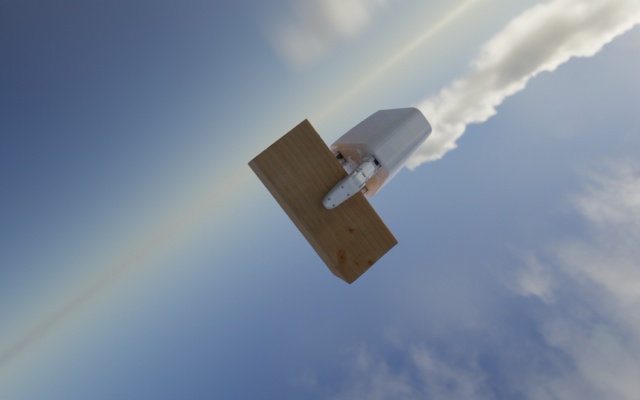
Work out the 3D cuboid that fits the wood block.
[{"bbox_3d":[0.001,0.002,0.657,0.090,0.206,0.091,-39,8,-11],"label":"wood block"}]
